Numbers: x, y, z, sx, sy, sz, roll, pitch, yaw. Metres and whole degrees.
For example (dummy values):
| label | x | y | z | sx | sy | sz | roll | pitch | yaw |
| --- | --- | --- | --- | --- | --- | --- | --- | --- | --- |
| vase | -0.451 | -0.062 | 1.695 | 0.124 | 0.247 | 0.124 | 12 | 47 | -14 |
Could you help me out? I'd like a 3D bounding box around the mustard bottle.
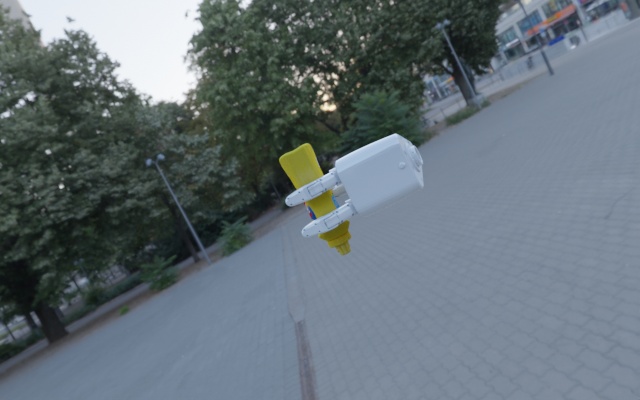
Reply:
| label | x | y | z | sx | sy | sz | roll | pitch | yaw |
| --- | --- | --- | --- | --- | --- | --- | --- | --- | --- |
| mustard bottle | 0.000 | 0.002 | 0.787 | 0.058 | 0.191 | 0.096 | -28 | 4 | -3 |
